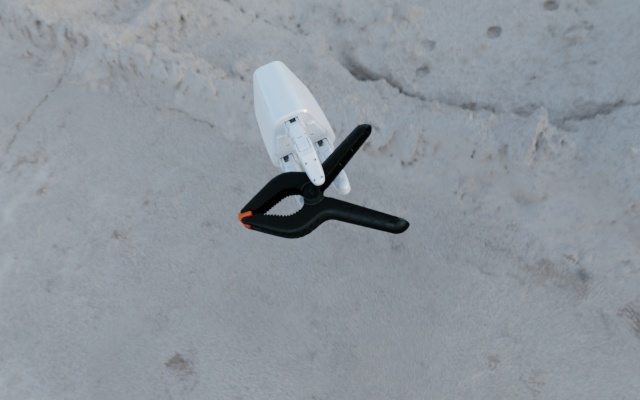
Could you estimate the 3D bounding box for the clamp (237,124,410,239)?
[{"bbox_3d":[-0.001,0.002,0.609,0.210,0.164,0.036,-24,-30,-1],"label":"clamp"}]
